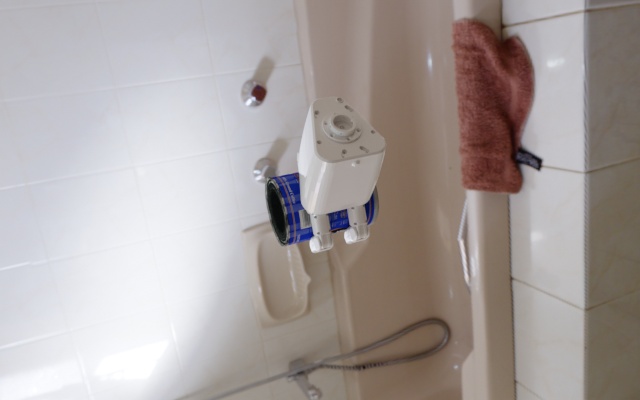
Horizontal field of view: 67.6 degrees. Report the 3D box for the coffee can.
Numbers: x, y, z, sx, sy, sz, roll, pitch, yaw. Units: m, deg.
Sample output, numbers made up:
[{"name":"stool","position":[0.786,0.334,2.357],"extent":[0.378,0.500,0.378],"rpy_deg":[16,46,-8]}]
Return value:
[{"name":"coffee can","position":[0.000,0.002,0.704],"extent":[0.140,0.103,0.103],"rpy_deg":[-13,4,-19]}]
